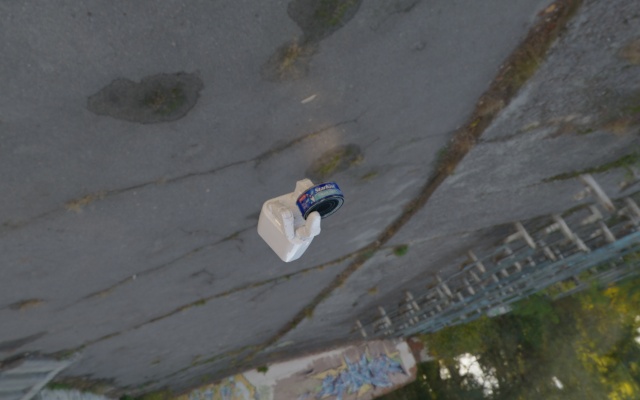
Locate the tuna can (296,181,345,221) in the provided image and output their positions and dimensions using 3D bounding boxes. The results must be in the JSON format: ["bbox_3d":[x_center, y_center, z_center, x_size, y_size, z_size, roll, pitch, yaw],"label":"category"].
[{"bbox_3d":[0.000,0.003,0.873,0.086,0.033,0.086,-22,-24,-10],"label":"tuna can"}]
